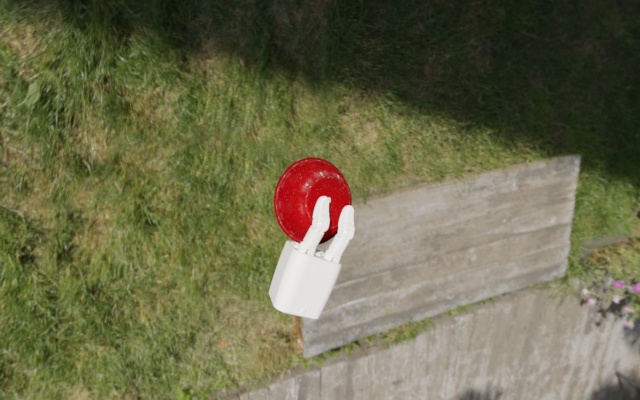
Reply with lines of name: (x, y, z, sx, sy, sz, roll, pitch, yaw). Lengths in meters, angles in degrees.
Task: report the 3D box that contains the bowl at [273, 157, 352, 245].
bowl: (0.000, 0.001, 0.848, 0.162, 0.162, 0.055, 0, 2, -32)
